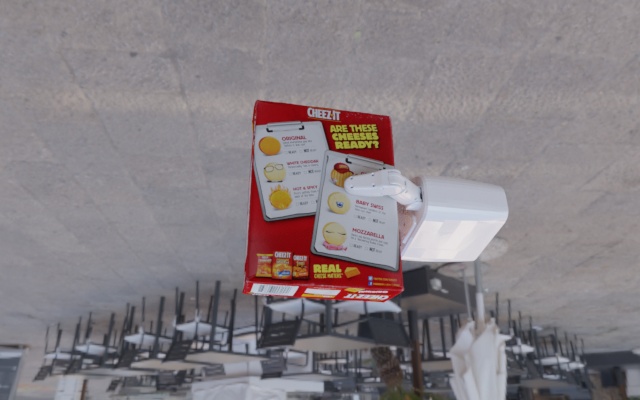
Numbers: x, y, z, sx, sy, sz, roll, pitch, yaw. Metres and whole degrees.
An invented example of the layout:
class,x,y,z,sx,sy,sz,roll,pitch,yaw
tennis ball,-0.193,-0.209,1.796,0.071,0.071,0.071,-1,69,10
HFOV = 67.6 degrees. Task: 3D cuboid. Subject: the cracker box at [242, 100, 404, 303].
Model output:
class,x,y,z,sx,sy,sz,roll,pitch,yaw
cracker box,0.000,0.002,0.540,0.164,0.213,0.072,5,-25,-12
